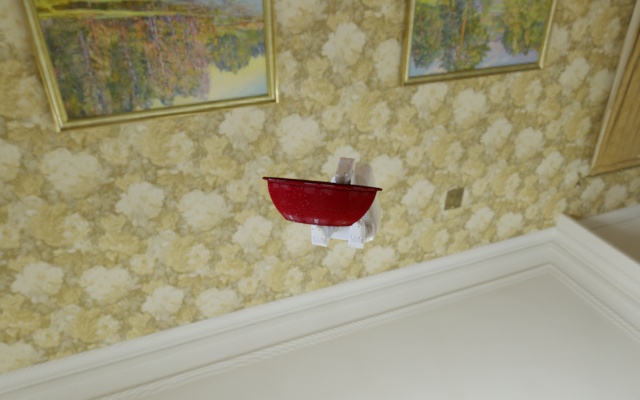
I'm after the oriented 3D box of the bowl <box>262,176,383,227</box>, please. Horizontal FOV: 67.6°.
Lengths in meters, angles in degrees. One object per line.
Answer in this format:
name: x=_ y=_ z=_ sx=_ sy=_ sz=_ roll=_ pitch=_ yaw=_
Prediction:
bowl: x=-0.001 y=0.003 z=0.639 sx=0.162 sy=0.055 sz=0.162 roll=6 pitch=3 yaw=0
